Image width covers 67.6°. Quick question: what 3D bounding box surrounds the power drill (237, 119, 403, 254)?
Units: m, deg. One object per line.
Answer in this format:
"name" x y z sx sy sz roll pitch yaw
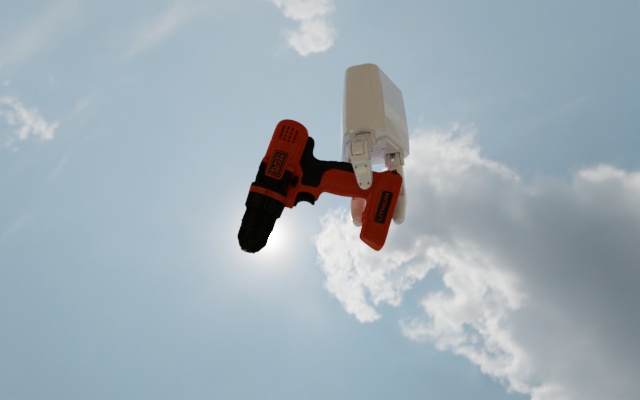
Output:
"power drill" 0.001 0.002 0.622 0.187 0.184 0.057 19 -8 1
